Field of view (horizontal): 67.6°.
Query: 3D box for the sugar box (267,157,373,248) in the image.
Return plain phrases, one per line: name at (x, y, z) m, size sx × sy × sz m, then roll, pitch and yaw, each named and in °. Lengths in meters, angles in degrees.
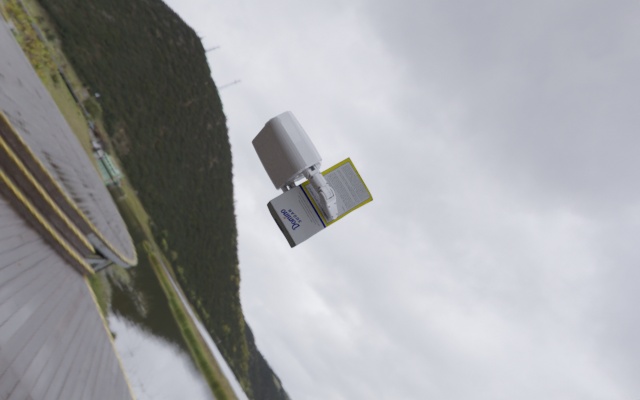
sugar box at (0.000, 0.003, 0.862) m, size 0.176 × 0.093 × 0.048 m, roll -29°, pitch -3°, yaw -19°
